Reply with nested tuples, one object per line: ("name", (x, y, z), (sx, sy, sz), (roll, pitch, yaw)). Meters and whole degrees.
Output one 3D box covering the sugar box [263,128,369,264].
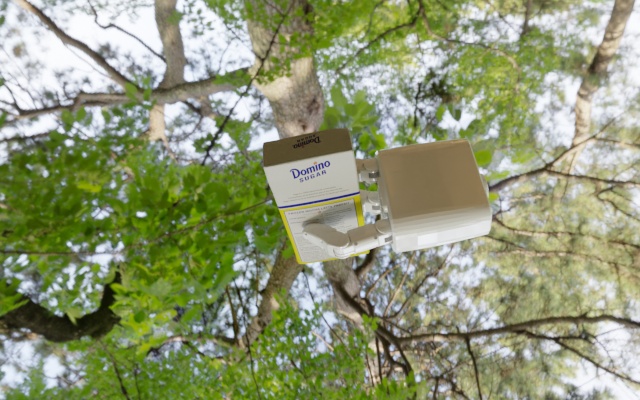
("sugar box", (0.000, 0.001, 0.542), (0.093, 0.048, 0.176), (-10, -45, 3))
